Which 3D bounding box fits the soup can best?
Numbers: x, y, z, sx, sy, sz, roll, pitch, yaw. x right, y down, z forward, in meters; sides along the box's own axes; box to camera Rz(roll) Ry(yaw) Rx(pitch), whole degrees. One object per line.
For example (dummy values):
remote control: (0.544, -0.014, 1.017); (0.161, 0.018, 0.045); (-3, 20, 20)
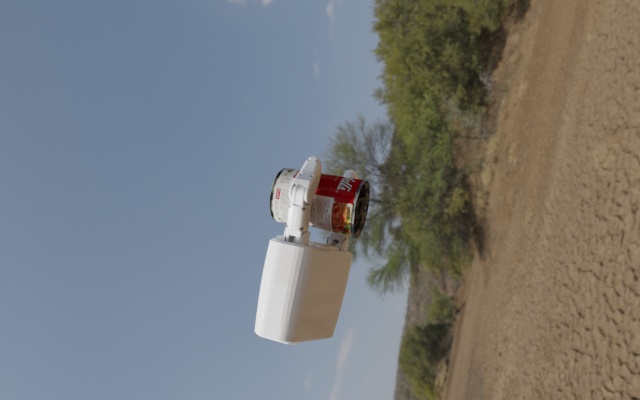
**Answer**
soup can: (0.000, 0.001, 0.560); (0.102, 0.068, 0.068); (10, 3, 18)
